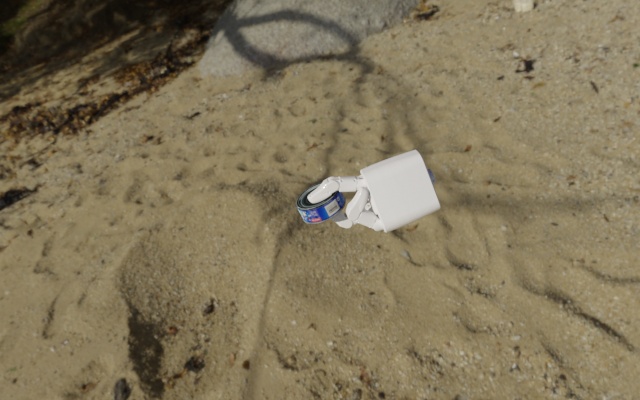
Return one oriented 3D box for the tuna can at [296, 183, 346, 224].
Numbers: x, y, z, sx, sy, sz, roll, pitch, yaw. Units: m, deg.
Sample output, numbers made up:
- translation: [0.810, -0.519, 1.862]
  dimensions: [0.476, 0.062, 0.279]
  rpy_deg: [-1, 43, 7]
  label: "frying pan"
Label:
- translation: [0.000, 0.002, 0.860]
  dimensions: [0.086, 0.034, 0.086]
  rpy_deg: [-21, 28, 12]
  label: "tuna can"
